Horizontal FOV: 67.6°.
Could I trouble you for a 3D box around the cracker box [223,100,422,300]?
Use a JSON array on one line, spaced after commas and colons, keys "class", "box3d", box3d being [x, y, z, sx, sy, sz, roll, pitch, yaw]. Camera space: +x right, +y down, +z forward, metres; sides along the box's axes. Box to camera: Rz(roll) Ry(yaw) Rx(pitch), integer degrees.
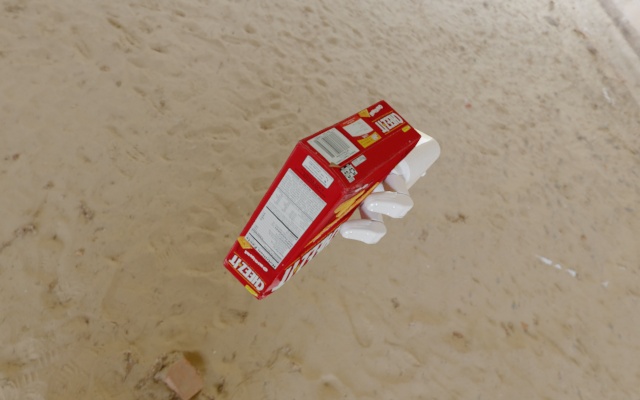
[{"class": "cracker box", "box3d": [0.000, 0.002, 0.541, 0.164, 0.072, 0.214, -35, -14, -48]}]
